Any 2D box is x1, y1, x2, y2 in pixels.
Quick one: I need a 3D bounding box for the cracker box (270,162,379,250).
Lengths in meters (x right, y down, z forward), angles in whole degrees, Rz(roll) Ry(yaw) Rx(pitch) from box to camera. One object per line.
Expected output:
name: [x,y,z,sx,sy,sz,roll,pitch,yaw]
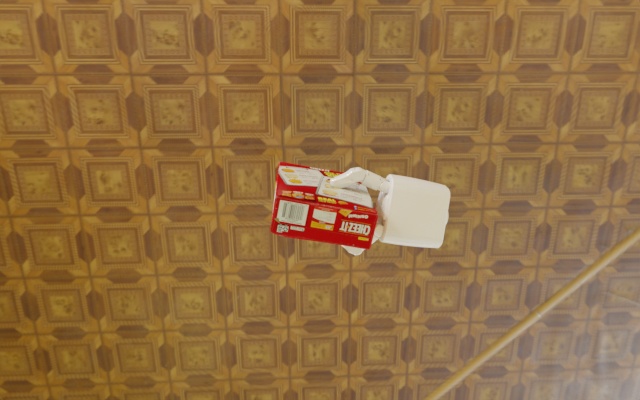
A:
cracker box: [0.000,0.003,0.833,0.164,0.072,0.213,10,18,-7]
